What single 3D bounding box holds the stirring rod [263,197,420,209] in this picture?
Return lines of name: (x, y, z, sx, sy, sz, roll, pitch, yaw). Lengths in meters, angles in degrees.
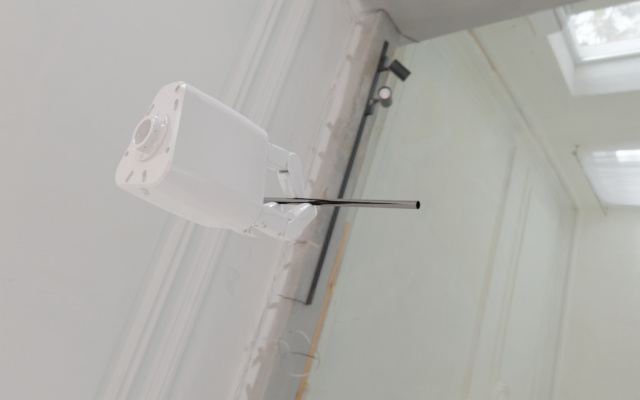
stirring rod: (0.000, 0.002, 0.518, 0.239, 0.011, 0.011, 2, 1, 42)
